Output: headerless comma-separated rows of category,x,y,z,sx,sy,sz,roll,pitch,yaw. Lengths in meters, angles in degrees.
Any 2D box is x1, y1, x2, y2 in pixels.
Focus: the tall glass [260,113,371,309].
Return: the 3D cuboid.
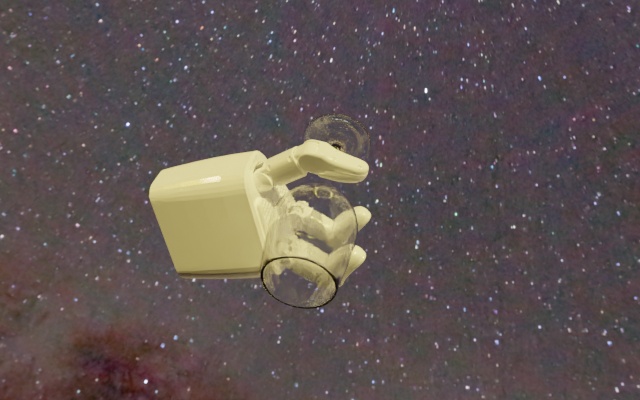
tall glass,0.000,0.001,0.444,0.079,0.079,0.201,0,39,13
